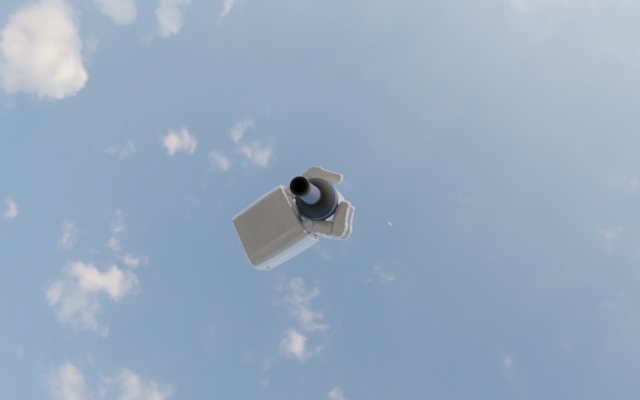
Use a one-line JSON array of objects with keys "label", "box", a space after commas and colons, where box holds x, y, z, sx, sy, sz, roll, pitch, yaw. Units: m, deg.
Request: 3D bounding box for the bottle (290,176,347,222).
[{"label": "bottle", "box": [0.000, 0.003, 0.789, 0.069, 0.069, 0.296, 0, -9, 12]}]
